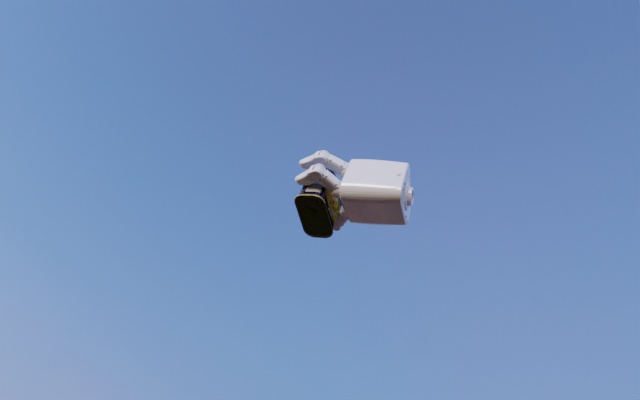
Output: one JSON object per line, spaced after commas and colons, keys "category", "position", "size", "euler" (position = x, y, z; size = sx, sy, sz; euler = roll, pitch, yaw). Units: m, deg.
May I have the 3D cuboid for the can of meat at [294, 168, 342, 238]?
{"category": "can of meat", "position": [0.000, 0.003, 0.868], "size": [0.057, 0.102, 0.084], "euler": [2, 41, 21]}
